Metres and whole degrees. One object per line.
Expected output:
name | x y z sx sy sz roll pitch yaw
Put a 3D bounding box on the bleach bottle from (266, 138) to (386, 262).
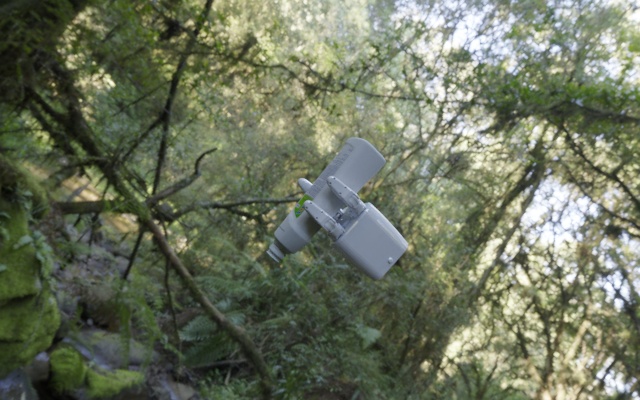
bleach bottle | 0.000 0.003 0.830 0.068 0.251 0.102 43 -4 -15
